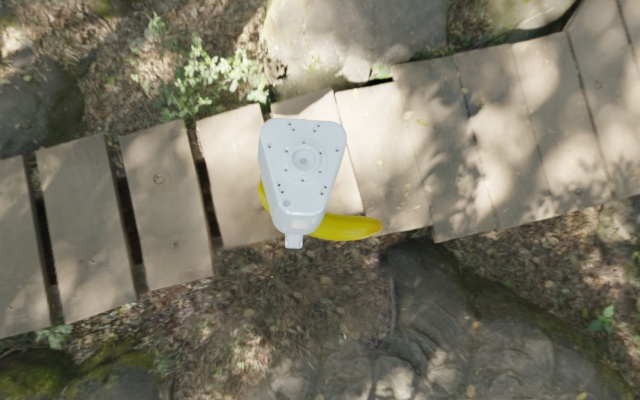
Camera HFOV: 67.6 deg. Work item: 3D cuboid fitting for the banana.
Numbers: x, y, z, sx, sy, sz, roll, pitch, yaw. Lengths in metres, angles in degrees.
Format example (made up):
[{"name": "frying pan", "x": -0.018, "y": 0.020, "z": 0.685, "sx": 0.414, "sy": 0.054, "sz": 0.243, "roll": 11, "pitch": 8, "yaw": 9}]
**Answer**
[{"name": "banana", "x": -0.011, "y": 0.016, "z": 0.671, "sx": 0.198, "sy": 0.069, "sz": 0.037, "roll": 27, "pitch": -18, "yaw": 2}]
